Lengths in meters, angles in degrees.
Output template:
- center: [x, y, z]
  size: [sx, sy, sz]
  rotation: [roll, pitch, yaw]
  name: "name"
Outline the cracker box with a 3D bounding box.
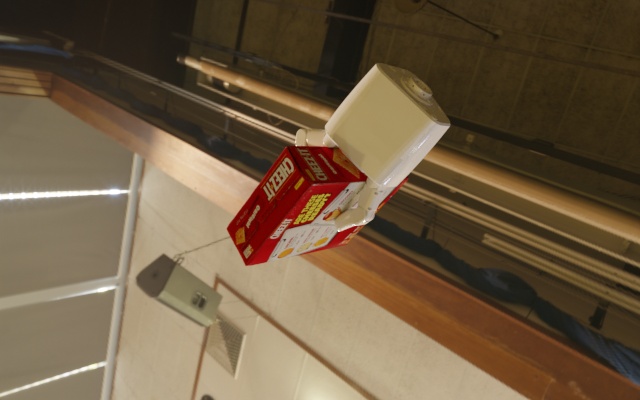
- center: [0.000, 0.002, 0.663]
  size: [0.213, 0.072, 0.164]
  rotation: [-5, -37, -49]
  name: "cracker box"
